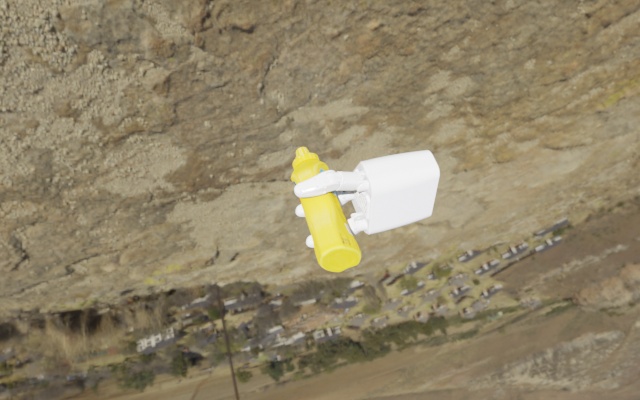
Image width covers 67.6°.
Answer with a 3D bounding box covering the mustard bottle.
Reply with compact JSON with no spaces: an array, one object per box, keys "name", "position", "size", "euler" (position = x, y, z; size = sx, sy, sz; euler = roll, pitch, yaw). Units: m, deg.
[{"name":"mustard bottle","position":[0.000,0.003,0.688],"size":[0.058,0.191,0.096],"euler":[-24,-28,9]}]
